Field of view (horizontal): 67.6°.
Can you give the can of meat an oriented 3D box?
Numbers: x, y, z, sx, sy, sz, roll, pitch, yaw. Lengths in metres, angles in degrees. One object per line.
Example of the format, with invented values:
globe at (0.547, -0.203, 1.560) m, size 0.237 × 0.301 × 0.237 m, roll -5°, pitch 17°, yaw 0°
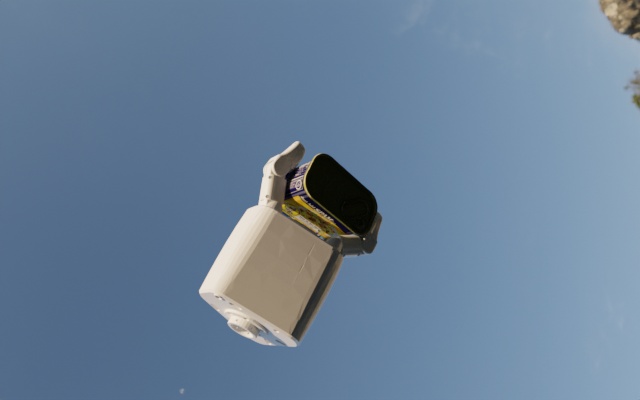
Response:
can of meat at (0.000, 0.002, 0.553) m, size 0.102 × 0.057 × 0.084 m, roll 39°, pitch -32°, yaw -24°
